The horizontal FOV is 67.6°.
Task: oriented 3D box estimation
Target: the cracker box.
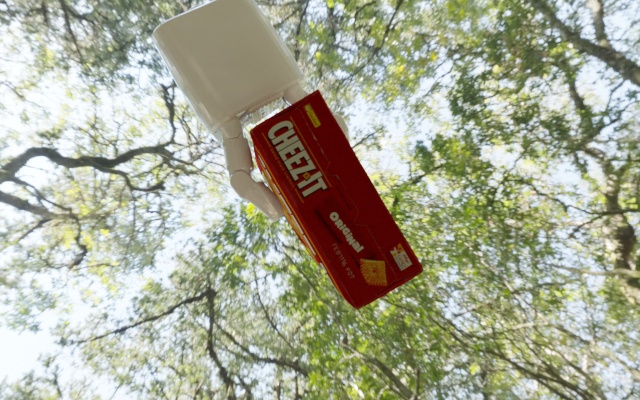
[{"bbox_3d":[0.000,0.001,0.465,0.072,0.164,0.213,-31,3,-5],"label":"cracker box"}]
